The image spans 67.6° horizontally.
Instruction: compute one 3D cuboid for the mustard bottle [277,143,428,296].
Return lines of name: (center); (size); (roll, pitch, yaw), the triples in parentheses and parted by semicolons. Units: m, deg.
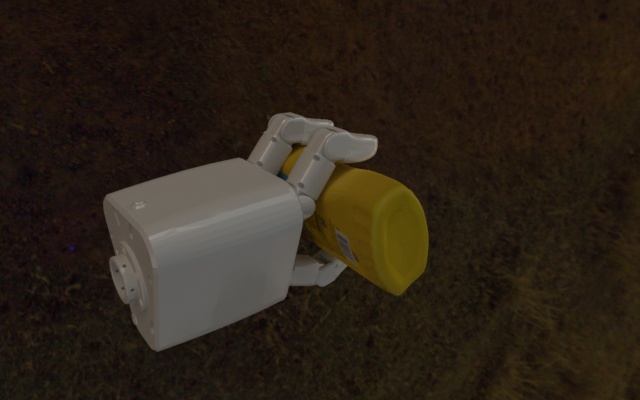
mustard bottle: (0.000, 0.001, 0.408); (0.058, 0.096, 0.191); (-40, 41, -21)
